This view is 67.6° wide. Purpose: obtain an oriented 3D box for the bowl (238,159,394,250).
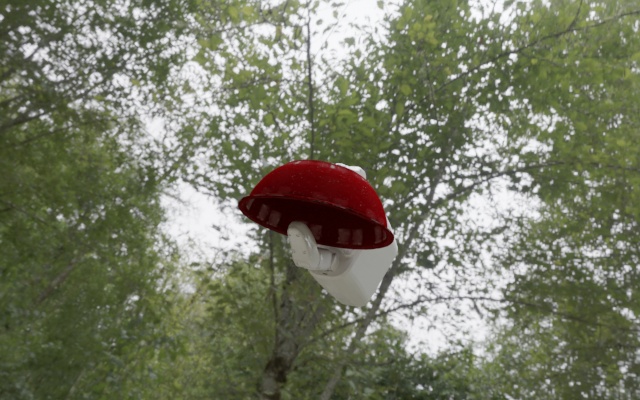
[{"bbox_3d":[0.000,0.001,0.492,0.162,0.055,0.162,12,-17,4],"label":"bowl"}]
